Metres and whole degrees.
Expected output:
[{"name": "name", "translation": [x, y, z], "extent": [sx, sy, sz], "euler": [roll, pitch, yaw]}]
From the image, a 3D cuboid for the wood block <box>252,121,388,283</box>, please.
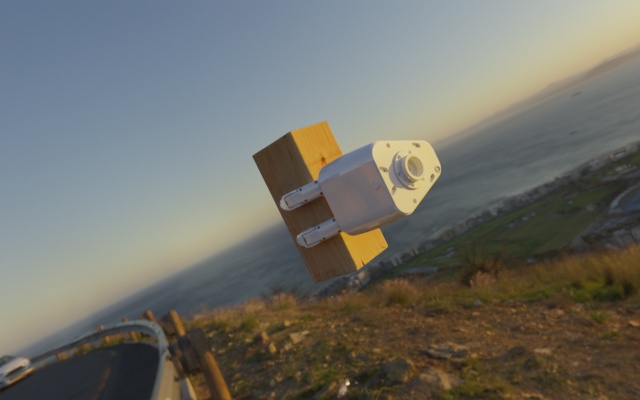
[{"name": "wood block", "translation": [0.001, 0.002, 0.695], "extent": [0.090, 0.206, 0.091], "euler": [-25, 1, 42]}]
